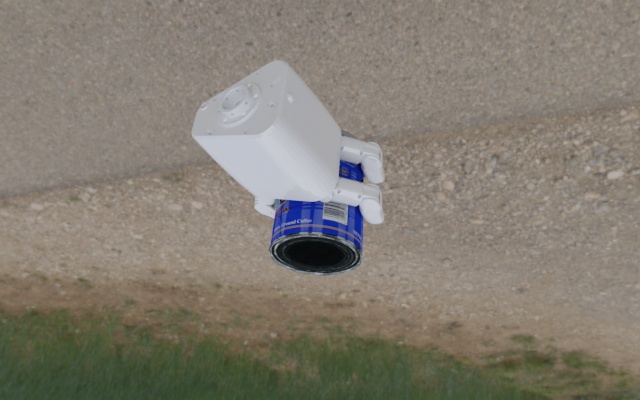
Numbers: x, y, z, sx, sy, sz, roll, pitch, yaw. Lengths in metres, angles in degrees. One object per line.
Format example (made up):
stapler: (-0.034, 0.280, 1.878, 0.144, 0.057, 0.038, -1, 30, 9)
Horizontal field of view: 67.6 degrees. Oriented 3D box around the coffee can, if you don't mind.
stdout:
coffee can: (0.000, 0.002, 0.550, 0.103, 0.140, 0.103, 4, -31, 2)
